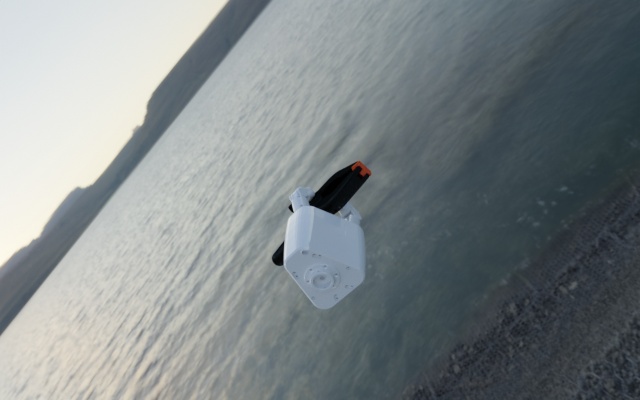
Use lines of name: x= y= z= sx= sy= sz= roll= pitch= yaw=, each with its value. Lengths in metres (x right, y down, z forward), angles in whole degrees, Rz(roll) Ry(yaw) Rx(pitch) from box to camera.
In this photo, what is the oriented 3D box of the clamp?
clamp: x=0.000 y=0.002 z=0.804 sx=0.036 sy=0.210 sz=0.164 roll=40 pitch=23 yaw=-18
